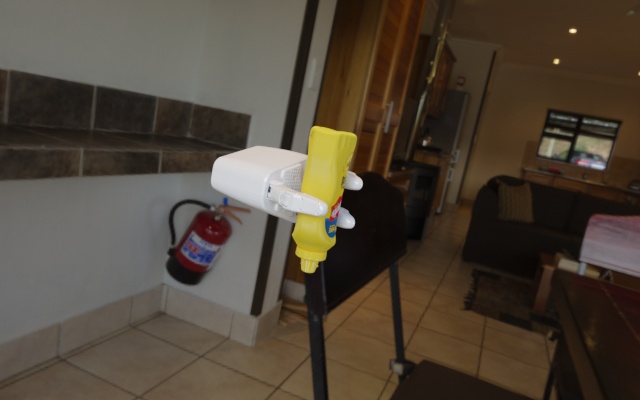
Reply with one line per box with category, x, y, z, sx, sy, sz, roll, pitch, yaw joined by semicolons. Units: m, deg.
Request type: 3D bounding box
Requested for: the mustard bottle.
mustard bottle;0.000;0.002;0.627;0.058;0.191;0.096;13;9;9
